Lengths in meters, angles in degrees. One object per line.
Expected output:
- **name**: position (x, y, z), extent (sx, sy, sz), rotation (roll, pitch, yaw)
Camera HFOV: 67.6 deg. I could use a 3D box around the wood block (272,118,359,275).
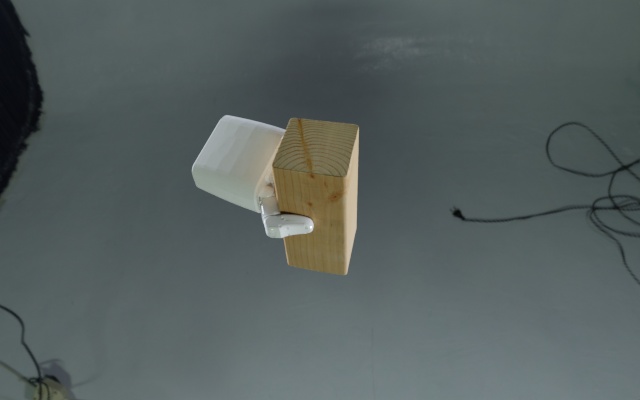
- **wood block**: position (0.000, 0.002, 0.639), extent (0.090, 0.090, 0.206), rotation (8, -39, 10)
